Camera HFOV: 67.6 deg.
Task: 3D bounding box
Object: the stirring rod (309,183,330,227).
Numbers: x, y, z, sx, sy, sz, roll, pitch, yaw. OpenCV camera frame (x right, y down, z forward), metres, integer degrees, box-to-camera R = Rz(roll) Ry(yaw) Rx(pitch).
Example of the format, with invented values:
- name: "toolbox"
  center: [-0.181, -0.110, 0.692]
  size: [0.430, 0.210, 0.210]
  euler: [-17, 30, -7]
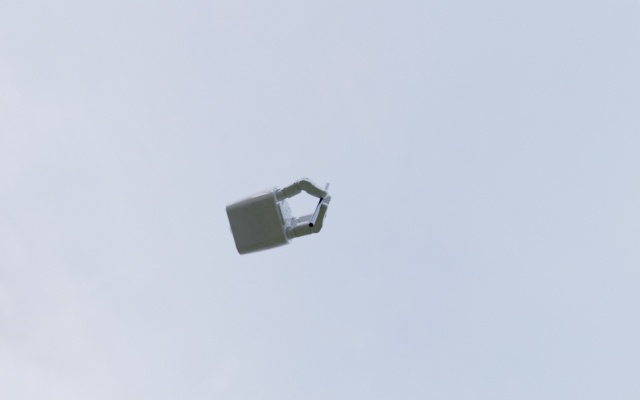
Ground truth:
- name: "stirring rod"
  center: [0.000, 0.003, 0.885]
  size: [0.011, 0.011, 0.239]
  euler: [0, 18, 8]
